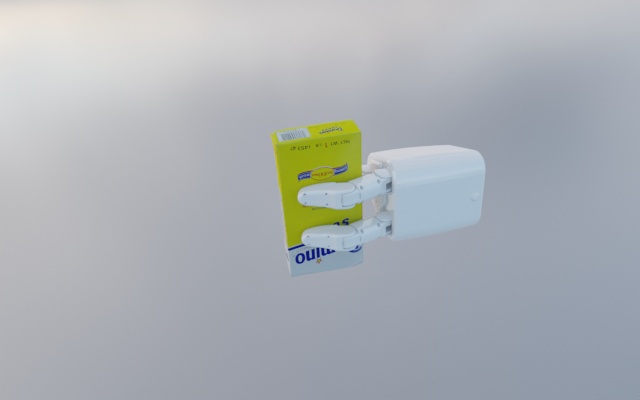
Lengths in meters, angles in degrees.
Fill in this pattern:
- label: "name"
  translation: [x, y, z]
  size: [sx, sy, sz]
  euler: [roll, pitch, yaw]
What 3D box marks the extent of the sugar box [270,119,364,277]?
- label: "sugar box"
  translation: [0.000, 0.002, 0.544]
  size: [0.093, 0.176, 0.048]
  euler: [-9, 29, -7]
